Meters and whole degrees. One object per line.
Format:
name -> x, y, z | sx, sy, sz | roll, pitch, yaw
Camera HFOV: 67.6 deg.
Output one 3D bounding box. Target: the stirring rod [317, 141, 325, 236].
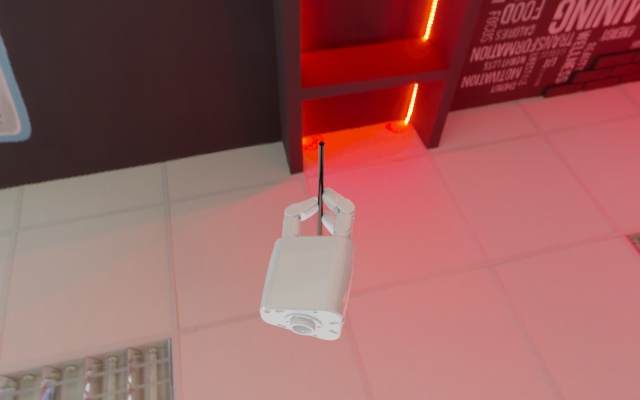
stirring rod -> 0.000, 0.002, 0.696 | 0.011, 0.011, 0.240 | 0, -38, -1
